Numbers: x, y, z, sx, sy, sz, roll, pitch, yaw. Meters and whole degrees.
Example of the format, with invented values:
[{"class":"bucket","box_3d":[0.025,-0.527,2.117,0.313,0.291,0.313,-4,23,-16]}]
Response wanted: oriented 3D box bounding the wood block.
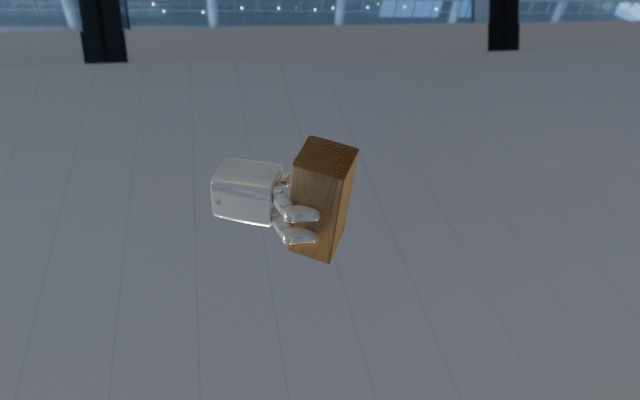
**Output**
[{"class":"wood block","box_3d":[0.000,0.003,0.836,0.090,0.206,0.090,17,45,9]}]
